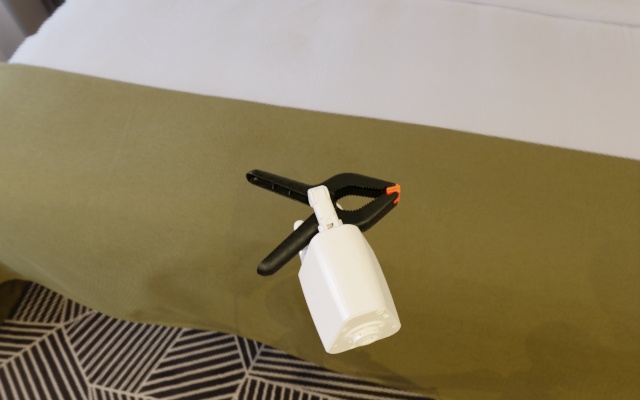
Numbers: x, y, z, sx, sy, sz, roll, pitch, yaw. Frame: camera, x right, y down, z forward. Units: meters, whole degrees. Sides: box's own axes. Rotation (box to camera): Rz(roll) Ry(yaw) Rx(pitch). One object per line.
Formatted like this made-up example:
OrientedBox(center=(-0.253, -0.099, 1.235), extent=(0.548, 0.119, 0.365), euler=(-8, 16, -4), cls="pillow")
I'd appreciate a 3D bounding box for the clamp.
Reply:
OrientedBox(center=(0.001, 0.002, 0.641), extent=(0.210, 0.164, 0.036), euler=(-16, -33, -7), cls="clamp")
